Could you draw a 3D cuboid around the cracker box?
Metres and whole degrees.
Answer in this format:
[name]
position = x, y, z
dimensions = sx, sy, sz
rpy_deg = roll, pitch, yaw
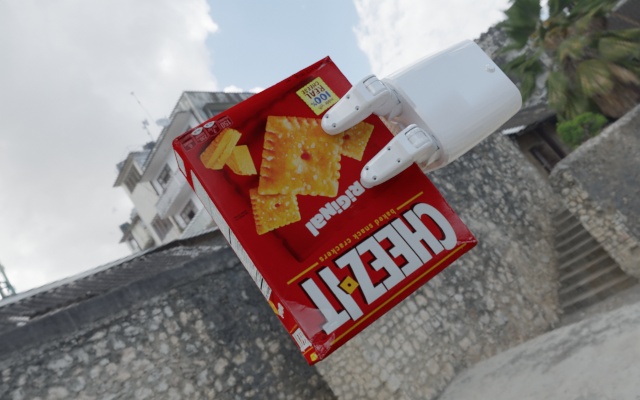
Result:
[cracker box]
position = 0.000, 0.001, 0.411
dimensions = 0.164, 0.213, 0.072
rpy_deg = -32, -14, -18
